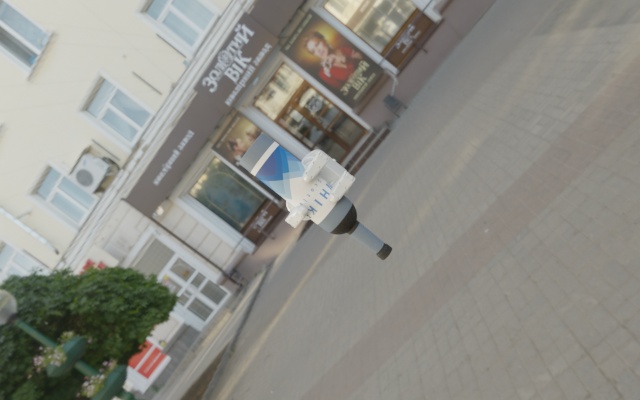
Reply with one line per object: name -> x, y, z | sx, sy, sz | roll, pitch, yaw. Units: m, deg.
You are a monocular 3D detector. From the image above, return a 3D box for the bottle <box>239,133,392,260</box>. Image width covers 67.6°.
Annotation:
bottle -> 0.000, 0.003, 0.811 | 0.296, 0.069, 0.069 | 38, -4, -5
